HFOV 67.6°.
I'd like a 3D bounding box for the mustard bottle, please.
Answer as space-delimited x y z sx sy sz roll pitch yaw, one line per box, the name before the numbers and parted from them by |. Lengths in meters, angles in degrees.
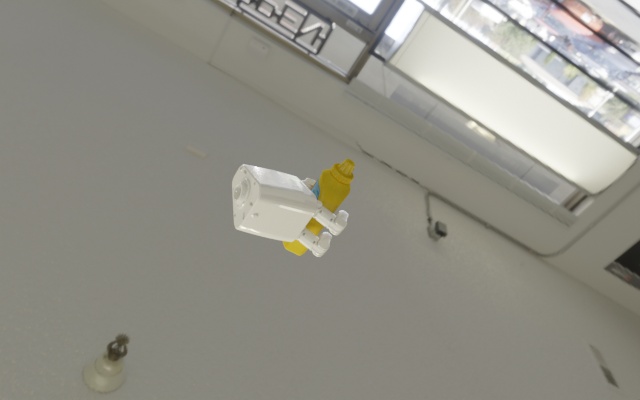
mustard bottle | 0.000 0.003 0.842 0.058 0.192 0.096 29 30 -13
